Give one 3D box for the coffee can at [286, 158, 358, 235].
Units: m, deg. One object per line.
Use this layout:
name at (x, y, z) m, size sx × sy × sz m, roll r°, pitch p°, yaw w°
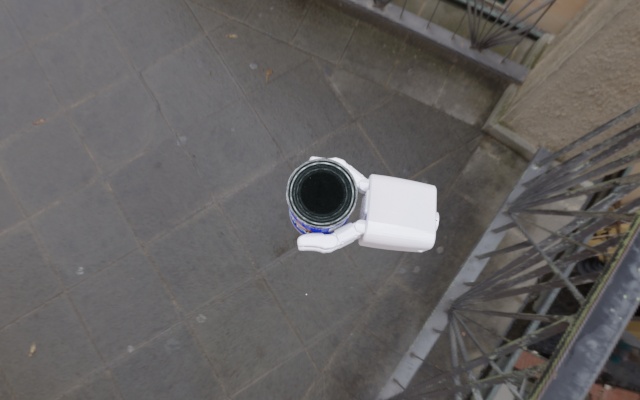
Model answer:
coffee can at (0.000, 0.002, 0.743) m, size 0.103 × 0.102 × 0.140 m, roll 0°, pitch -11°, yaw -2°
